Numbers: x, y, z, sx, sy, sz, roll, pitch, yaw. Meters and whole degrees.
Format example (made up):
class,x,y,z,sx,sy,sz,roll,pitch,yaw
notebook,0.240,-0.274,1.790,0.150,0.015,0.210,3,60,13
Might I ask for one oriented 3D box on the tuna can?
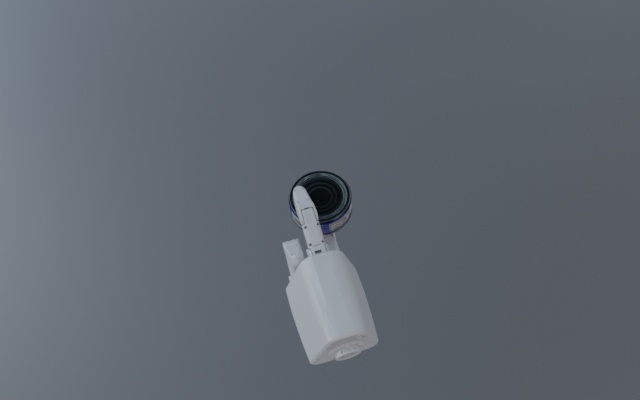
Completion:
class,x,y,z,sx,sy,sz,roll,pitch,yaw
tuna can,0.000,0.002,0.647,0.086,0.086,0.034,0,-32,4
